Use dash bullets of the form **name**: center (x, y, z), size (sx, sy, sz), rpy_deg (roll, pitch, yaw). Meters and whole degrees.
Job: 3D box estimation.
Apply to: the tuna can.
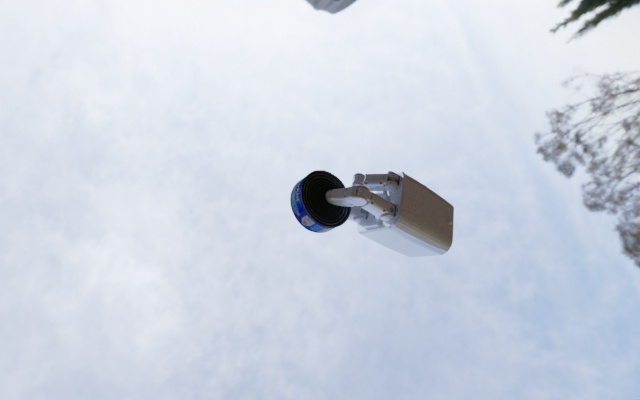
- **tuna can**: center (0.000, 0.002, 0.681), size (0.086, 0.086, 0.034), rpy_deg (0, -20, -37)
